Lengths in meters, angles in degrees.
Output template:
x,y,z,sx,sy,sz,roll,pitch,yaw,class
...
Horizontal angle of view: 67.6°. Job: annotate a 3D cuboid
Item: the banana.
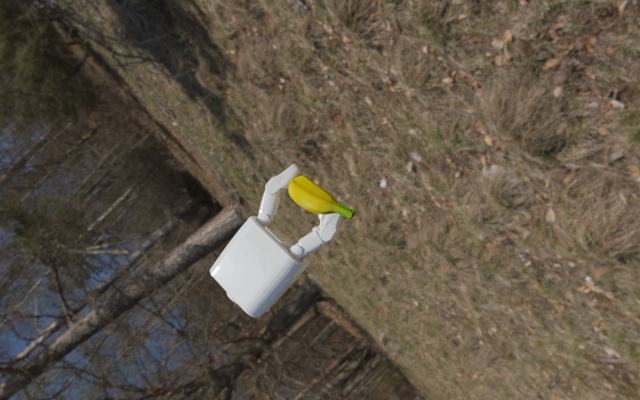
x,y,z,sx,sy,sz,roll,pitch,yaw,class
-0.014,-0.007,0.670,0.069,0.037,0.197,34,2,-18,banana
